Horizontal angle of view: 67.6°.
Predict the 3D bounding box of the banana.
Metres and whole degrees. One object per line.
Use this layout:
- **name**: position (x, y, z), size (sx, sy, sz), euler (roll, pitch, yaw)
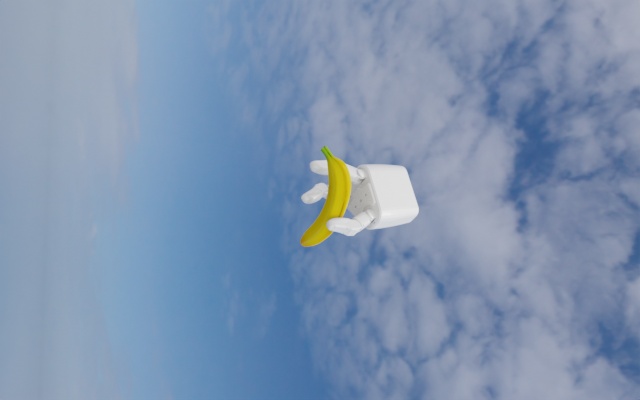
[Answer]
- **banana**: position (0.013, 0.008, 0.822), size (0.037, 0.198, 0.069), euler (-12, 37, -44)
